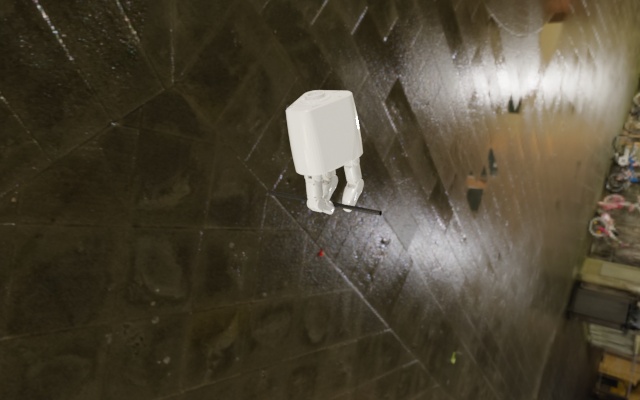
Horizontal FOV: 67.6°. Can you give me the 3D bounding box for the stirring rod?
[{"bbox_3d":[0.000,0.003,0.832,0.239,0.011,0.011,10,6,36],"label":"stirring rod"}]
